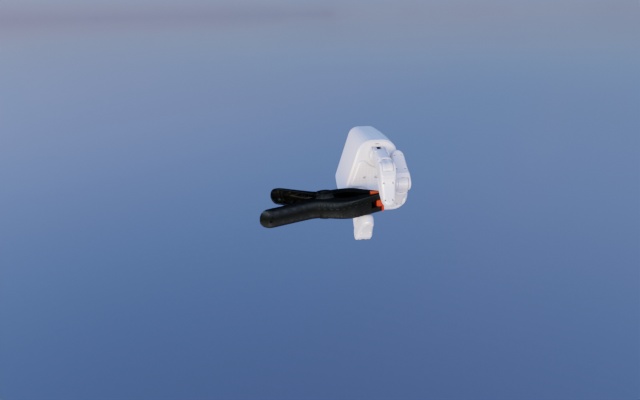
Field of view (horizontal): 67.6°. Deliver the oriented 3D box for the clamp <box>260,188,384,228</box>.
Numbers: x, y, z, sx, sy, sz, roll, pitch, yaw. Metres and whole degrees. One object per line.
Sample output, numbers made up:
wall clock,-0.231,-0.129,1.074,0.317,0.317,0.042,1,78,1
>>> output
clamp,0.000,0.002,0.673,0.171,0.039,0.120,-4,24,-6
